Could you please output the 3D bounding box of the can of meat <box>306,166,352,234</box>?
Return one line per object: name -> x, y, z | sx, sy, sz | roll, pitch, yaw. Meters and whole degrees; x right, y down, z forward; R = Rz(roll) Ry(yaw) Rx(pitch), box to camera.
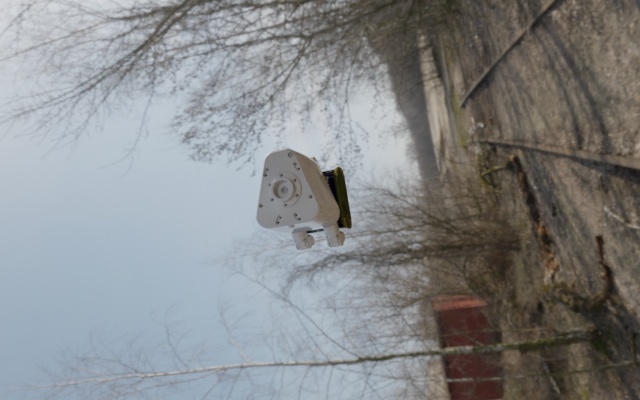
can of meat -> 0.000, 0.003, 0.784 | 0.084, 0.102, 0.057 | -10, -4, 13
